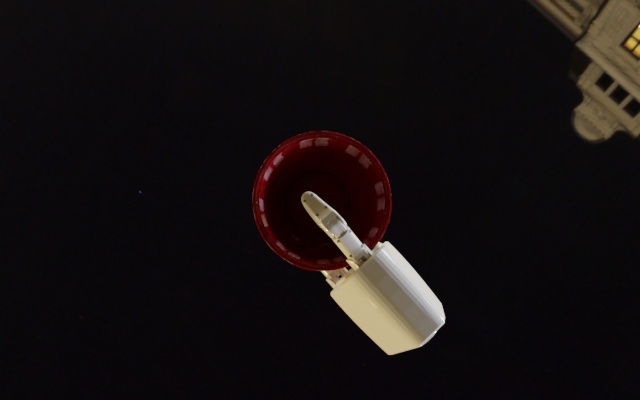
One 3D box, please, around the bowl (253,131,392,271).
[{"bbox_3d":[-0.001,0.001,0.572,0.162,0.162,0.055,0,-5,-8],"label":"bowl"}]
